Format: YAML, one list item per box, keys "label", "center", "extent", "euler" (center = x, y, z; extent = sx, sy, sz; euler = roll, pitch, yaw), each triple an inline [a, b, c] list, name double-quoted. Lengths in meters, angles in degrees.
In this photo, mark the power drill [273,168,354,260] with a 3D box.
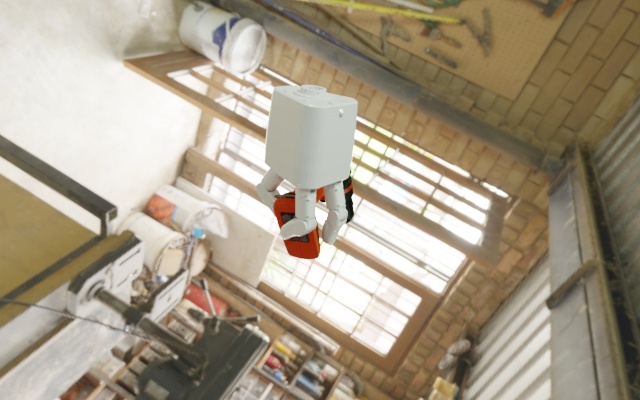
- label: "power drill"
  center: [0.000, 0.002, 0.738]
  extent: [0.057, 0.185, 0.187]
  euler: [1, 36, 23]
